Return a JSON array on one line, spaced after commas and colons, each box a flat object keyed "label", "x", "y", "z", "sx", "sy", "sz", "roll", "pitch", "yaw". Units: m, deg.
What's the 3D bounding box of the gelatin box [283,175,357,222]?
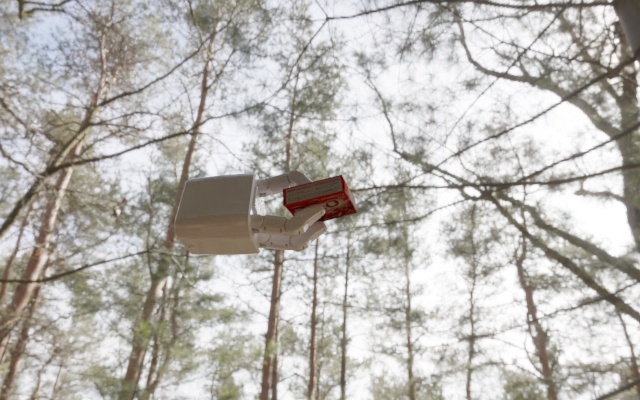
[{"label": "gelatin box", "x": 0.000, "y": 0.002, "z": 0.677, "sx": 0.089, "sy": 0.030, "sz": 0.073, "roll": -14, "pitch": -30, "yaw": 12}]
